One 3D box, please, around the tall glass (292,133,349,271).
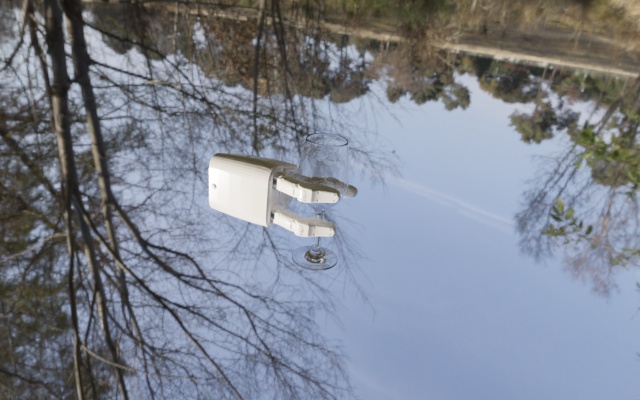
[{"bbox_3d":[0.000,0.003,0.726,0.079,0.201,0.079,5,24,-2],"label":"tall glass"}]
